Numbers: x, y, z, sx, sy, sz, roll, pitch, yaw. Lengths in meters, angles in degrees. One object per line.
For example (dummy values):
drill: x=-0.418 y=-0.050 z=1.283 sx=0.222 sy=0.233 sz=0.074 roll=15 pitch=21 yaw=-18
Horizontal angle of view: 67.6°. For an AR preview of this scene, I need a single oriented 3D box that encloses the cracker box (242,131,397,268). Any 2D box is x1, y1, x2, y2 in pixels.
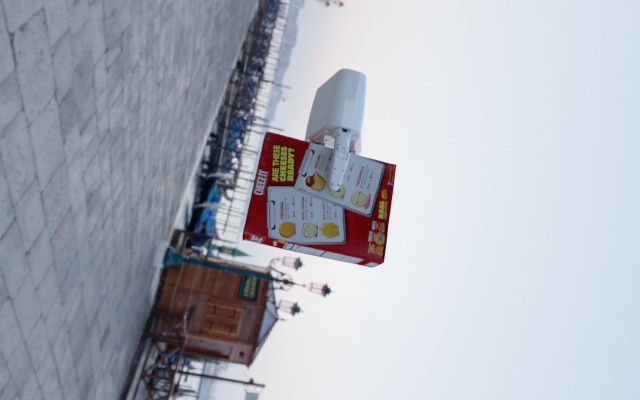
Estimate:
cracker box: x=0.000 y=0.002 z=0.740 sx=0.214 sy=0.164 sz=0.072 roll=13 pitch=-19 yaw=-9
